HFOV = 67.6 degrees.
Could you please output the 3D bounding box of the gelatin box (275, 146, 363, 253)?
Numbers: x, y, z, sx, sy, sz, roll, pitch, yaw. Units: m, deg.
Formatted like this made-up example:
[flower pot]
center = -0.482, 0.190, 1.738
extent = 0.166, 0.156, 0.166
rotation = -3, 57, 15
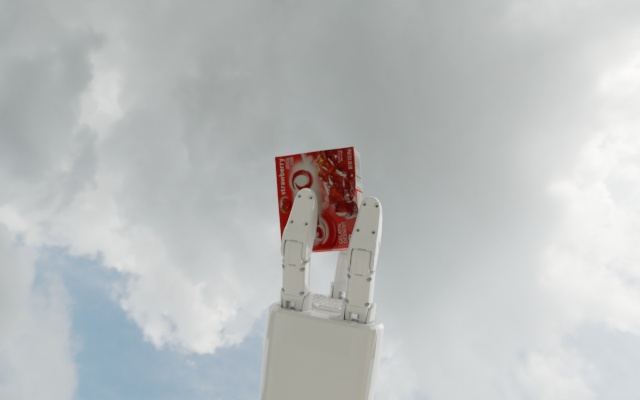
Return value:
[gelatin box]
center = 0.000, 0.001, 0.423
extent = 0.073, 0.089, 0.030
rotation = -6, -8, 15
